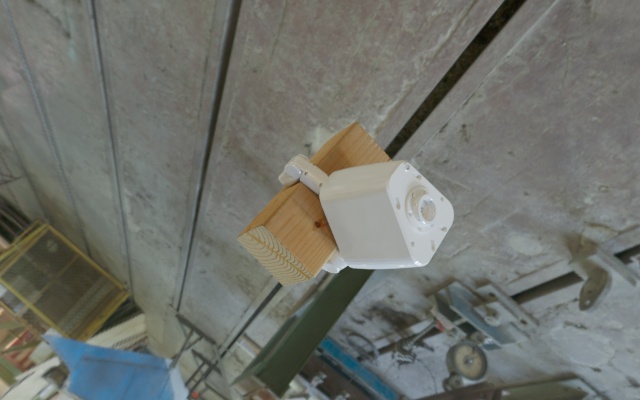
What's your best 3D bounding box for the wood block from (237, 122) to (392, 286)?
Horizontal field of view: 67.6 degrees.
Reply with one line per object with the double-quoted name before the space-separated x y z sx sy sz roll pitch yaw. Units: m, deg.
"wood block" 0.000 0.002 0.630 0.206 0.091 0.090 -49 12 -31
